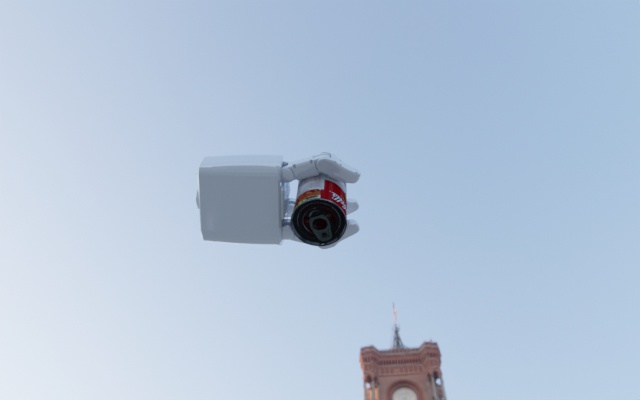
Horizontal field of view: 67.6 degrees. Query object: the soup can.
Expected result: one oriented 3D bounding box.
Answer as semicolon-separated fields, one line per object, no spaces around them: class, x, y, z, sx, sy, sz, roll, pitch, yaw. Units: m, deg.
soup can;0.001;0.002;0.612;0.068;0.068;0.102;0;31;3
